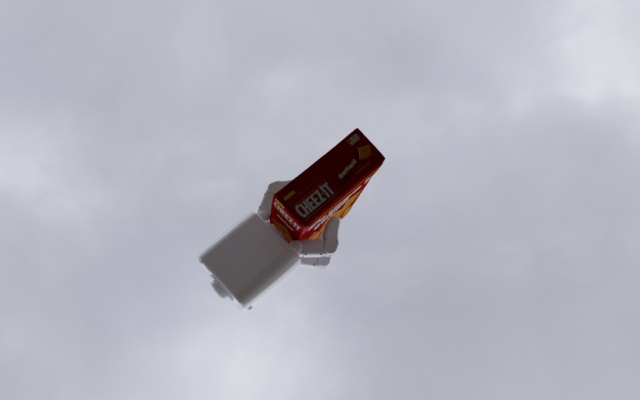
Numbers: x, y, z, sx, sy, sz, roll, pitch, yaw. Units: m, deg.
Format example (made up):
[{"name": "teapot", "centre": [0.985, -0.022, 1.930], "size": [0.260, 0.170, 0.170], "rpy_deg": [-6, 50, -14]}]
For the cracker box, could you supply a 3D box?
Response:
[{"name": "cracker box", "centre": [0.000, 0.002, 0.750], "size": [0.164, 0.072, 0.214], "rpy_deg": [-41, -8, -20]}]
